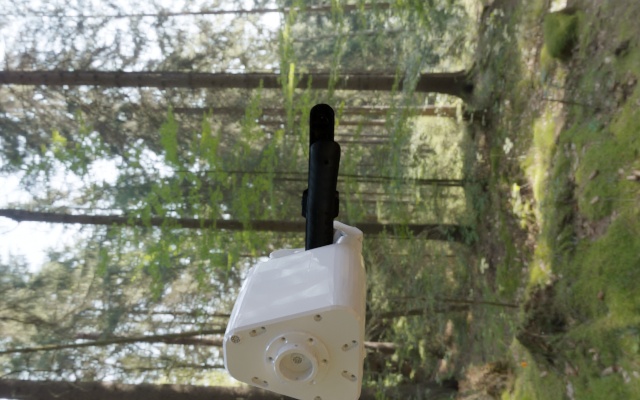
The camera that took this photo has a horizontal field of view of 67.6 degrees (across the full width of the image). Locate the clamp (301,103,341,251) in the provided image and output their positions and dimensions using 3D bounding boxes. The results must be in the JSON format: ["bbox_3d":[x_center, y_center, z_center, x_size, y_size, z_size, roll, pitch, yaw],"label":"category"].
[{"bbox_3d":[-0.001,0.002,0.449,0.039,0.171,0.120,1,18,4],"label":"clamp"}]
